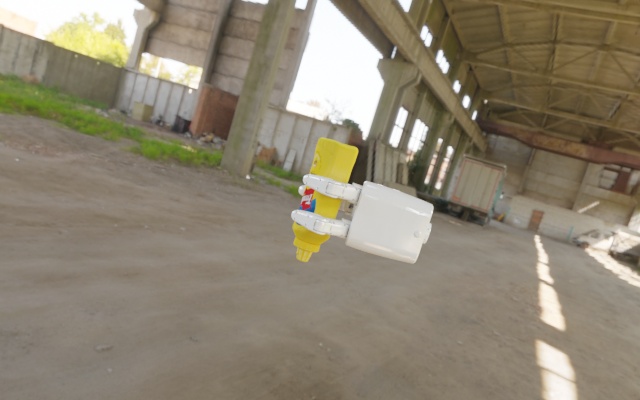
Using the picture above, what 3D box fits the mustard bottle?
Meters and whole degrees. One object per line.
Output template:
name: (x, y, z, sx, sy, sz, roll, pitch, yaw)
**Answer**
mustard bottle: (0.000, 0.002, 0.734, 0.058, 0.191, 0.096, 15, 7, -19)
